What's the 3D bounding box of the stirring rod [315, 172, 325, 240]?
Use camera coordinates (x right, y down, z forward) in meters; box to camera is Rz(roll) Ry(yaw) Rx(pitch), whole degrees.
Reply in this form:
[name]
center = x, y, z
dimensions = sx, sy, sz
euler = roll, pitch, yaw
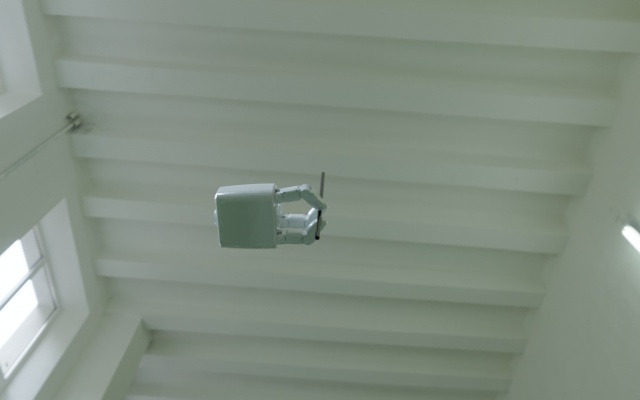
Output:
[stirring rod]
center = 0.000, 0.003, 0.893
dimensions = 0.011, 0.011, 0.239
euler = 0, 29, 3
